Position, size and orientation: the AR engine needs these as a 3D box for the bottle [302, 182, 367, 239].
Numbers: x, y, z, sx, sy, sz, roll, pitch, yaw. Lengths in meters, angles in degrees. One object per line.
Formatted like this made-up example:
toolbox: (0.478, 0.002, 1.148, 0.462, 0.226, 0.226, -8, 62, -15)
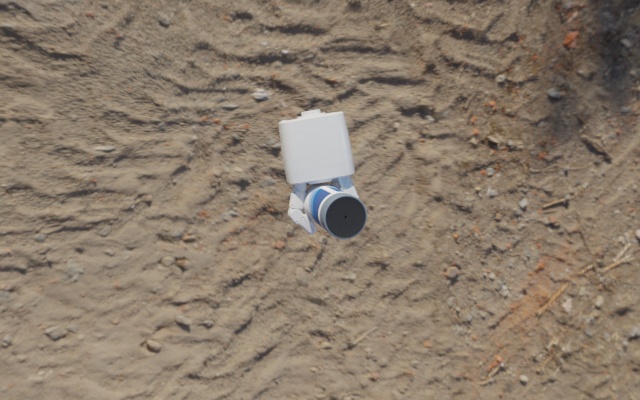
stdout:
bottle: (0.000, 0.003, 0.835, 0.069, 0.069, 0.295, 0, 9, -15)
